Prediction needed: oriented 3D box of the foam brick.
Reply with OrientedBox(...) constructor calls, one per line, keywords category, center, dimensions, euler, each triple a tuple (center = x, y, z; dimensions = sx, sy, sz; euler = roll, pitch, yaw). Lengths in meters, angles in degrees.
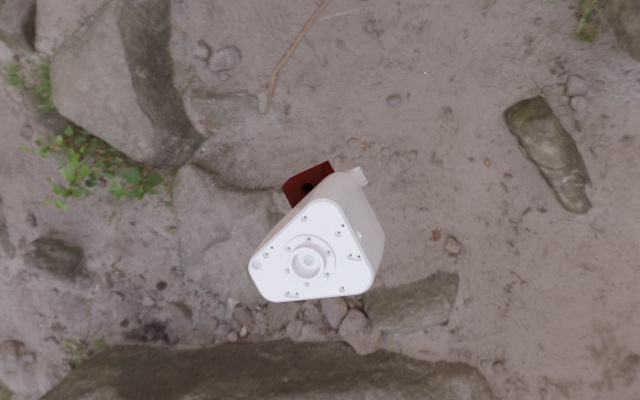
OrientedBox(category="foam brick", center=(0.000, 0.002, 0.539), dimensions=(0.053, 0.078, 0.051), euler=(-26, 7, 14))
